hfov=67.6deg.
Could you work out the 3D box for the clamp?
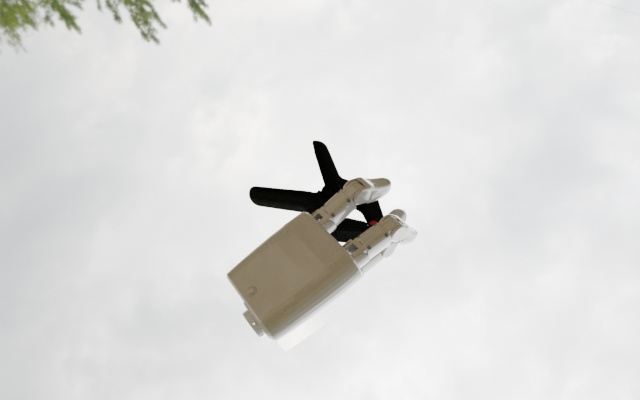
[{"bbox_3d":[0.000,0.002,0.552,0.120,0.039,0.171,-36,51,-14],"label":"clamp"}]
